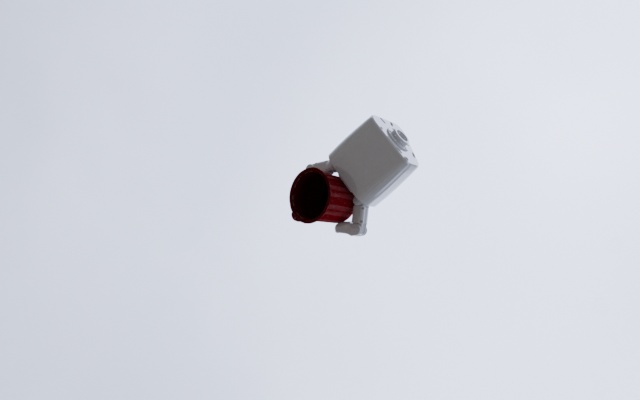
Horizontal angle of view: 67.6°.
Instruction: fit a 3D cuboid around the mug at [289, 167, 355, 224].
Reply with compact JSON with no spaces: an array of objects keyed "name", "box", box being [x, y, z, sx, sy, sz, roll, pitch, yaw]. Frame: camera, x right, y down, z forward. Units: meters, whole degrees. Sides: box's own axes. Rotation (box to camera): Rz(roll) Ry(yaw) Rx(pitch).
[{"name":"mug","box":[-0.001,0.004,0.816,0.081,0.093,0.117,9,-42,-48]}]
